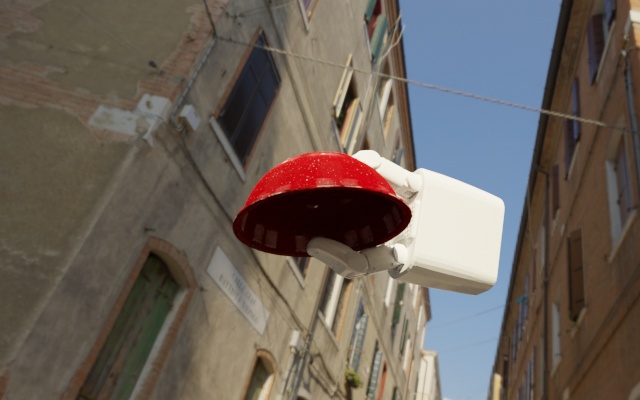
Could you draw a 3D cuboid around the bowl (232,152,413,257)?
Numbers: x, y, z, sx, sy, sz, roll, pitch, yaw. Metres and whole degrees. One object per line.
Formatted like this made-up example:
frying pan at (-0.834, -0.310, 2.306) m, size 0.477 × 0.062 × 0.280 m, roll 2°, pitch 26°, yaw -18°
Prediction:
bowl at (-0.001, 0.001, 0.443) m, size 0.162 × 0.055 × 0.162 m, roll -4°, pitch -25°, yaw -2°
